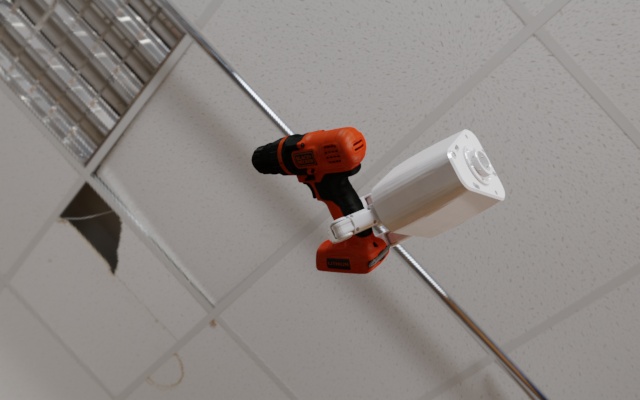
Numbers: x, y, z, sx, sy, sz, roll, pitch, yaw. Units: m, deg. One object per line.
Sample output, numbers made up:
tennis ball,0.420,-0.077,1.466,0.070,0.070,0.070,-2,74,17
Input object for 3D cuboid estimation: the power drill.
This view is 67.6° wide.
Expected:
power drill,0.000,0.002,0.617,0.184,0.188,0.057,-3,27,46
